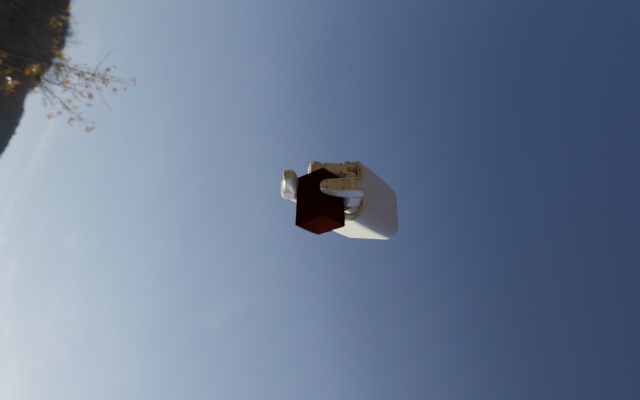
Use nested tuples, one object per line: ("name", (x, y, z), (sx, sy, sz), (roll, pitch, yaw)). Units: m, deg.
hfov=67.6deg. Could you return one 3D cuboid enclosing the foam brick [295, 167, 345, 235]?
("foam brick", (0.000, 0.002, 0.685), (0.053, 0.078, 0.051), (-20, -34, 34))
